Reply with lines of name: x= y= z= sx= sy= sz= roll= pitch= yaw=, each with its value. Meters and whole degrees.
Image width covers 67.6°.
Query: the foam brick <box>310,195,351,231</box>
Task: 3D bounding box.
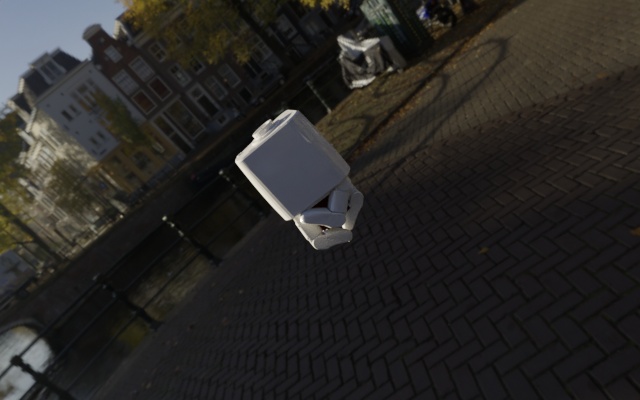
foam brick: x=0.000 y=0.002 z=0.705 sx=0.053 sy=0.051 sz=0.078 roll=-43 pitch=18 yaw=-3
